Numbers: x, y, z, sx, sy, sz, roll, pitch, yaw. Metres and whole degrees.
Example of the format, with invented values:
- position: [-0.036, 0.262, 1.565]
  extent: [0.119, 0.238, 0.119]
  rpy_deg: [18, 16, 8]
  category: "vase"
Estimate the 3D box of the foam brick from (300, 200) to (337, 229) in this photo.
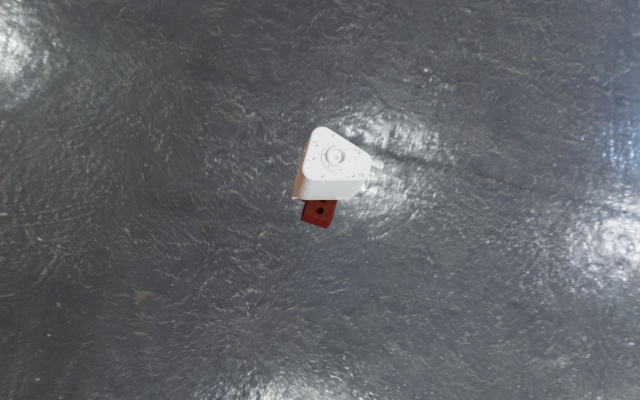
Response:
- position: [0.000, 0.003, 0.859]
  extent: [0.053, 0.078, 0.051]
  rpy_deg: [16, -16, -5]
  category: "foam brick"
